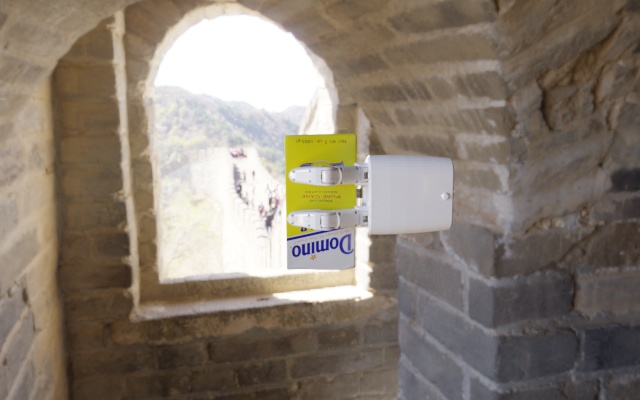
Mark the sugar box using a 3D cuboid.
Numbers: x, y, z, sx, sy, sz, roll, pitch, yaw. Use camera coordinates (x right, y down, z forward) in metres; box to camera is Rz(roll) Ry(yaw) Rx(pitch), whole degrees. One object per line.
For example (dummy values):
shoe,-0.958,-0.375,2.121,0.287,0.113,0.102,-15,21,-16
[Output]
sugar box,0.000,0.002,0.623,0.093,0.176,0.048,-1,8,-1
